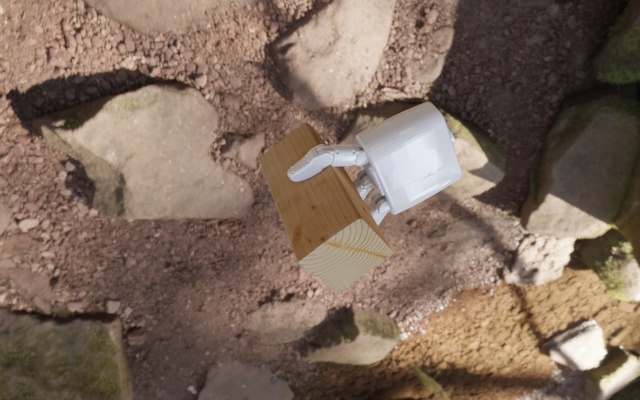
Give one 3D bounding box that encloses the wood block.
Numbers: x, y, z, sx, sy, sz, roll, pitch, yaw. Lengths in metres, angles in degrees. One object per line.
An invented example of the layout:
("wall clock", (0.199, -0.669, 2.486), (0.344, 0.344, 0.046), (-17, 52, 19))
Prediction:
("wood block", (0.000, 0.002, 0.627), (0.090, 0.206, 0.091), (-37, -47, 10))
